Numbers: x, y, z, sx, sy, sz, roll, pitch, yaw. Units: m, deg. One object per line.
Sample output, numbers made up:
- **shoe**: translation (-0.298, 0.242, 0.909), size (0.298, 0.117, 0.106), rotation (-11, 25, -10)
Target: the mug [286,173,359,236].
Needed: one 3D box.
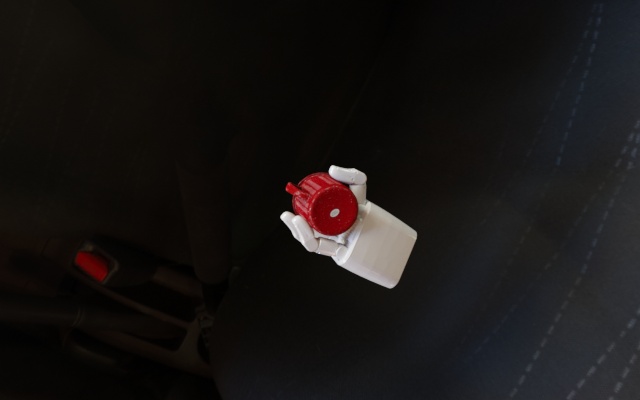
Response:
- **mug**: translation (-0.001, 0.002, 0.748), size (0.117, 0.093, 0.081), rotation (28, 3, -20)
